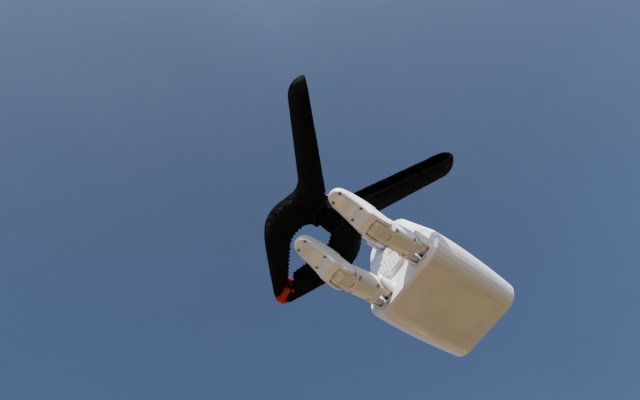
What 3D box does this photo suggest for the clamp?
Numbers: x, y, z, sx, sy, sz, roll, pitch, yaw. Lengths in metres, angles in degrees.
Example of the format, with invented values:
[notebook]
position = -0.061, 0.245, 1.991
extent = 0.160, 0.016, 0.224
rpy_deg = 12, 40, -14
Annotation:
[clamp]
position = 0.000, 0.002, 0.447
extent = 0.164, 0.210, 0.036
rpy_deg = 32, 15, -14
